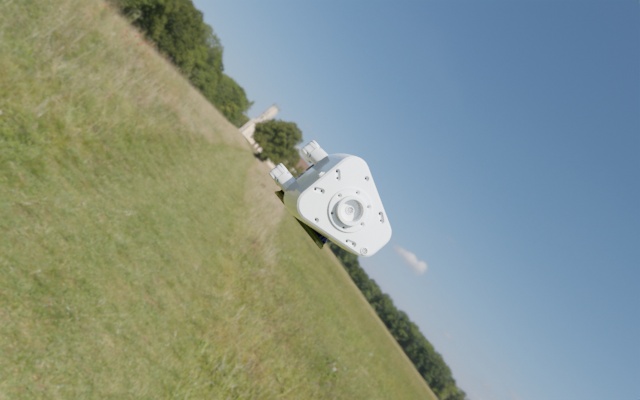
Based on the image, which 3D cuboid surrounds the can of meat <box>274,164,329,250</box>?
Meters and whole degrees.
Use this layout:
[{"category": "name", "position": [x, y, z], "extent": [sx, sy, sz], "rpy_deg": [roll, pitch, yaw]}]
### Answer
[{"category": "can of meat", "position": [0.000, 0.002, 0.668], "extent": [0.084, 0.102, 0.057], "rpy_deg": [-39, 7, -5]}]
